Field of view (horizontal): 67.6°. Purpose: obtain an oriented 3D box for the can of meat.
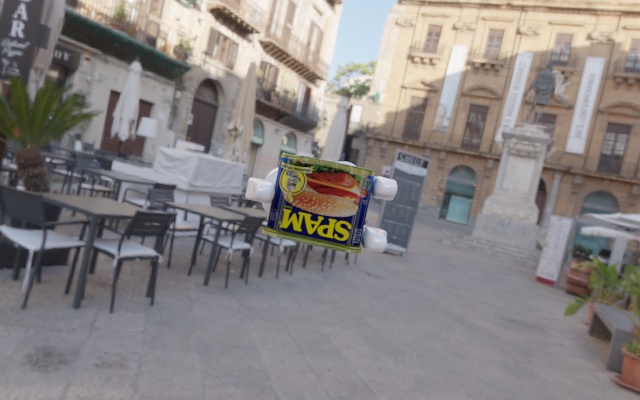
[{"bbox_3d":[0.000,0.001,0.486,0.102,0.084,0.057,12,2,2],"label":"can of meat"}]
